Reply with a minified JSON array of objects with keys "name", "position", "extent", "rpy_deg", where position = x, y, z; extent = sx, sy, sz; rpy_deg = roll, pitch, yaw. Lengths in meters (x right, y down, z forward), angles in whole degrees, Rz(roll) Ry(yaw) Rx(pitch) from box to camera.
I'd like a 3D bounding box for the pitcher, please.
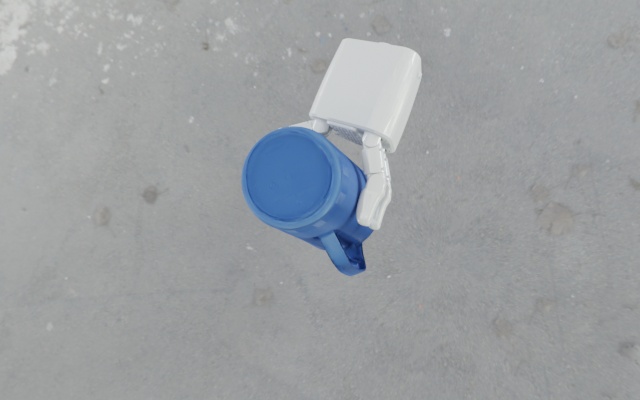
[{"name":"pitcher","position":[0.000,0.002,0.590],"extent":[0.149,0.145,0.243],"rpy_deg":[23,-2,16]}]
